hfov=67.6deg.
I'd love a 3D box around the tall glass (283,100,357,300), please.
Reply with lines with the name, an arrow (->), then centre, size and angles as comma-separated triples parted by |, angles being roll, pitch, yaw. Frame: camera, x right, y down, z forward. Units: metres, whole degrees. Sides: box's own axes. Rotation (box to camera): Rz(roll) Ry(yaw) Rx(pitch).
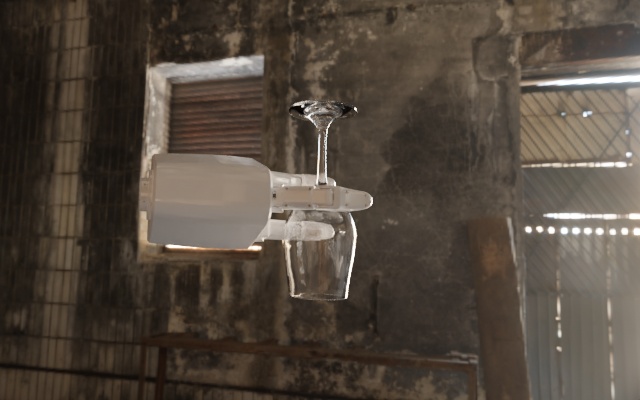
tall glass -> 0.000, 0.001, 0.506 | 0.079, 0.201, 0.079 | 1, -6, 0
